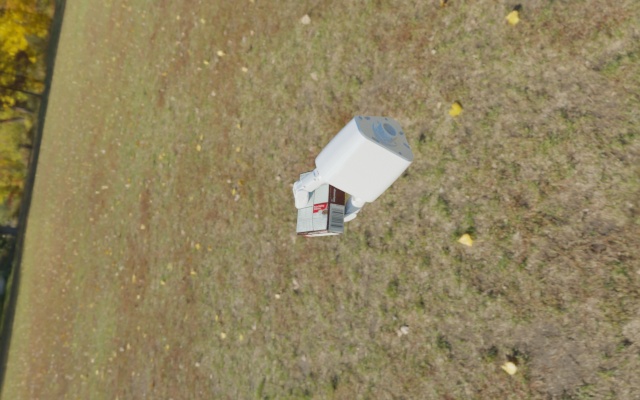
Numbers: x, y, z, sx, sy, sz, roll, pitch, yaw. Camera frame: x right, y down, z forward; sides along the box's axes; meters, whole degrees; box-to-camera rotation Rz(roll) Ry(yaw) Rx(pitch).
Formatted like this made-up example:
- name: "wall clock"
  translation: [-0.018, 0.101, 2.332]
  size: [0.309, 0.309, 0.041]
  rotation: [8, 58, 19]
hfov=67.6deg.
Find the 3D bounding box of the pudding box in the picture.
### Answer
- name: "pudding box"
  translation: [0.000, 0.003, 0.812]
  size: [0.039, 0.113, 0.090]
  rotation: [12, -14, -36]
